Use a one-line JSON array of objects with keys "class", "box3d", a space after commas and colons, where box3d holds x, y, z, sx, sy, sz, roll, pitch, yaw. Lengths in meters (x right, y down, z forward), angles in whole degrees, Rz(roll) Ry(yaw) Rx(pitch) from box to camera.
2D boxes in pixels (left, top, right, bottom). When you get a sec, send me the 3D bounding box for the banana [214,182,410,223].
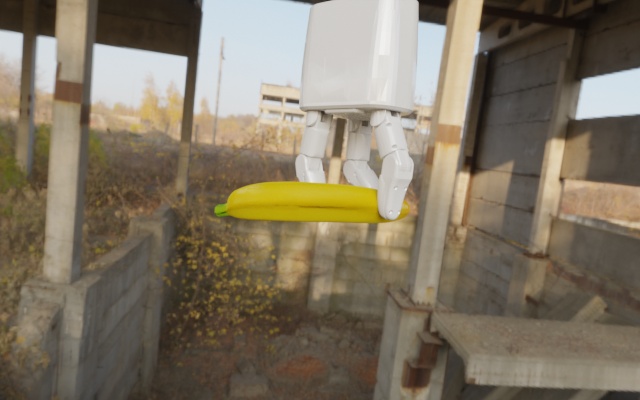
[{"class": "banana", "box3d": [0.000, 0.002, 0.453, 0.198, 0.037, 0.069, 2, 1, -10]}]
